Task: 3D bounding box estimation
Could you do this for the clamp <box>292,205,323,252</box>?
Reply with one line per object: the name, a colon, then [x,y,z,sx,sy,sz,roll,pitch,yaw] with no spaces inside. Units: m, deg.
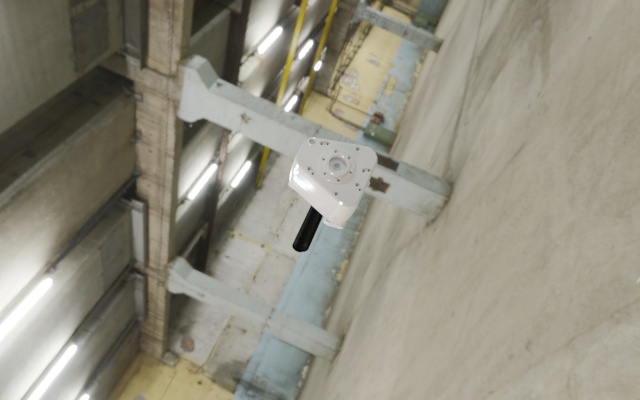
clamp: [0.000,0.002,0.846,0.036,0.210,0.164,26,-15,-2]
